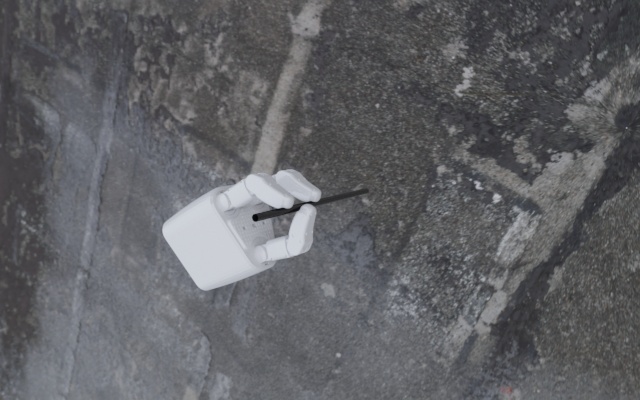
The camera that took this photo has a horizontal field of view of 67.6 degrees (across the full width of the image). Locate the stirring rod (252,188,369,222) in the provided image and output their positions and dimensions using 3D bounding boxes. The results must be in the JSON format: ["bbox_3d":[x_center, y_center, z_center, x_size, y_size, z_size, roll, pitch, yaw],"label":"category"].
[{"bbox_3d":[0.000,0.002,0.569,0.011,0.011,0.239,0,7,33],"label":"stirring rod"}]
